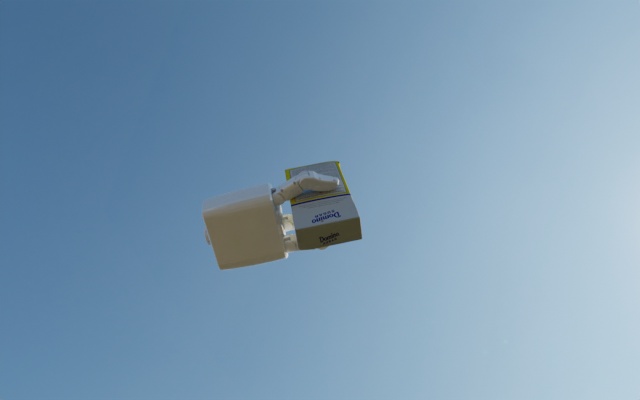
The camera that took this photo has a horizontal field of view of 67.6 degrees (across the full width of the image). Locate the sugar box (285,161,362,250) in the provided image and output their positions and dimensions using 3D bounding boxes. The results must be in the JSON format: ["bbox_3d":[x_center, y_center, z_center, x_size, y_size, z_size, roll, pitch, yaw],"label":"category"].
[{"bbox_3d":[0.000,0.003,0.727,0.093,0.048,0.176,-11,35,-2],"label":"sugar box"}]
